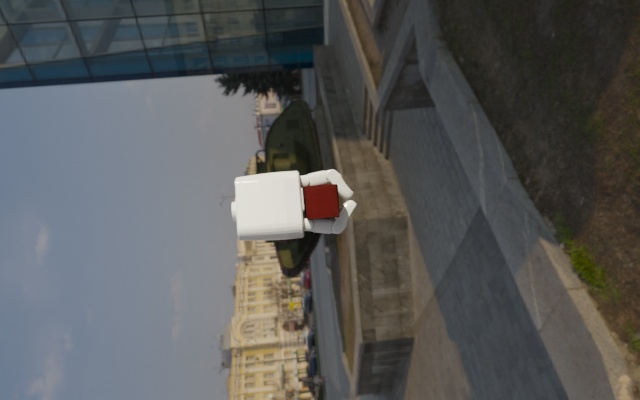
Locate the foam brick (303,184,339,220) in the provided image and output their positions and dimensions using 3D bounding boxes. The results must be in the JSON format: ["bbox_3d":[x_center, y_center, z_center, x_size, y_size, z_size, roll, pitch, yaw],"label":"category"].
[{"bbox_3d":[0.000,0.002,0.767,0.051,0.053,0.078,-4,-1,-4],"label":"foam brick"}]
